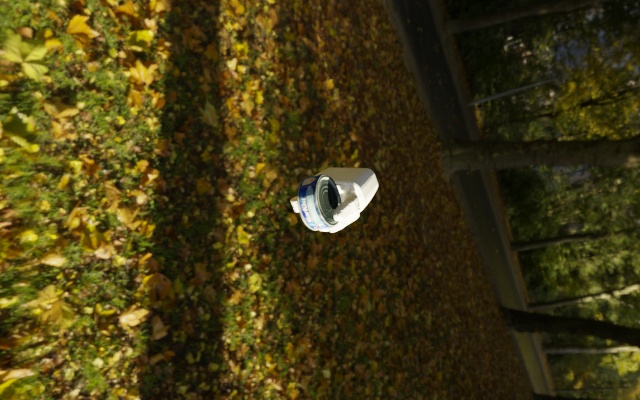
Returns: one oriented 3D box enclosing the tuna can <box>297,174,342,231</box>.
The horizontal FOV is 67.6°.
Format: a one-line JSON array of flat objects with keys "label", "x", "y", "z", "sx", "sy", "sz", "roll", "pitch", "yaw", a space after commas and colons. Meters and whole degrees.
[{"label": "tuna can", "x": 0.001, "y": 0.002, "z": 0.749, "sx": 0.034, "sy": 0.086, "sz": 0.086, "roll": -11, "pitch": -6, "yaw": 29}]
